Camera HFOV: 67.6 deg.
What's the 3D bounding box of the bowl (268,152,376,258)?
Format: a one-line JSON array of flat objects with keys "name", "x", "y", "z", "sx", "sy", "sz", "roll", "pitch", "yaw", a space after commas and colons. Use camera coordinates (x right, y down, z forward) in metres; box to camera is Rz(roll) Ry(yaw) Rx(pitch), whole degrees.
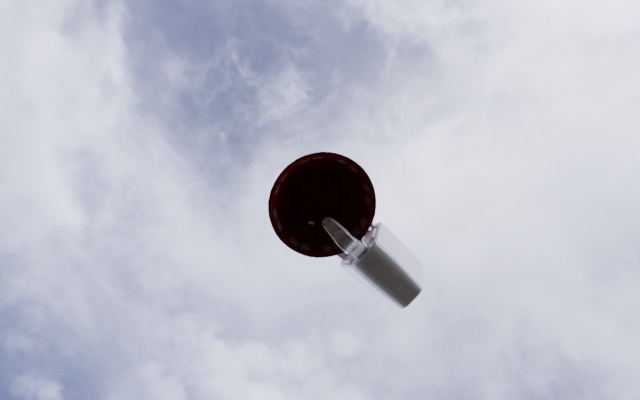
[{"name": "bowl", "x": -0.001, "y": 0.001, "z": 0.726, "sx": 0.162, "sy": 0.162, "sz": 0.055, "roll": 0, "pitch": 15, "yaw": -9}]
